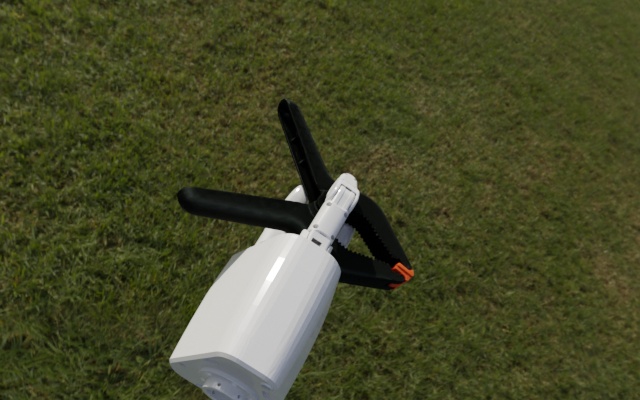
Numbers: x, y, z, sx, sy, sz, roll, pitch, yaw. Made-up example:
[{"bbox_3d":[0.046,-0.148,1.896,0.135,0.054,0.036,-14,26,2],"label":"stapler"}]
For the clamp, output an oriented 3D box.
[{"bbox_3d":[0.001,0.002,0.442,0.210,0.164,0.036,34,-37,-5],"label":"clamp"}]
